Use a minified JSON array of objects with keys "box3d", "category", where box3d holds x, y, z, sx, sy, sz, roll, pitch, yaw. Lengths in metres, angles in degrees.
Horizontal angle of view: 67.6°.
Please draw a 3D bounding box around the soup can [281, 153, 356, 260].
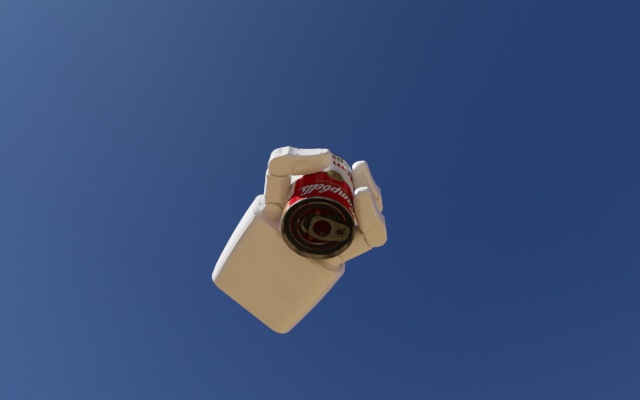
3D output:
[{"box3d":[0.000,0.001,0.474,0.068,0.068,0.102,0,30,3],"category":"soup can"}]
